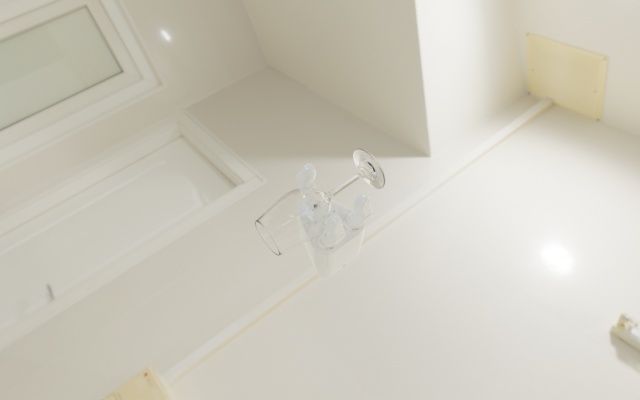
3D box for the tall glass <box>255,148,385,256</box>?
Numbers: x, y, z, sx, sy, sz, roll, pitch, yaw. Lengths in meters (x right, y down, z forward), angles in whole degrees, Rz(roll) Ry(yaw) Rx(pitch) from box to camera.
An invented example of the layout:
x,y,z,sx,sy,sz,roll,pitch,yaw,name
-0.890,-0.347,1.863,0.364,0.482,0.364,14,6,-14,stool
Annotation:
x,y,z,sx,sy,sz,roll,pitch,yaw,name
0.001,0.002,0.726,0.201,0.079,0.079,-34,13,-20,tall glass
